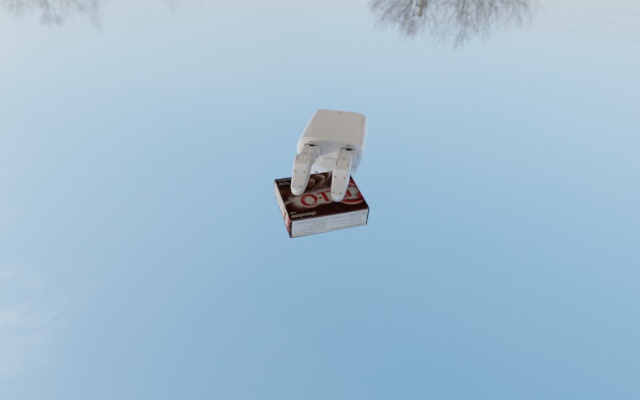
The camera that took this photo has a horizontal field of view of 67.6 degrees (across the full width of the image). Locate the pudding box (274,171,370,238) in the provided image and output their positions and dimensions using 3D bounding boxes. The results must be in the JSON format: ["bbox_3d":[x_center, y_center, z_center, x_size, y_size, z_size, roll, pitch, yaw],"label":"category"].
[{"bbox_3d":[0.000,0.002,0.660,0.113,0.039,0.090,-11,41,-14],"label":"pudding box"}]
